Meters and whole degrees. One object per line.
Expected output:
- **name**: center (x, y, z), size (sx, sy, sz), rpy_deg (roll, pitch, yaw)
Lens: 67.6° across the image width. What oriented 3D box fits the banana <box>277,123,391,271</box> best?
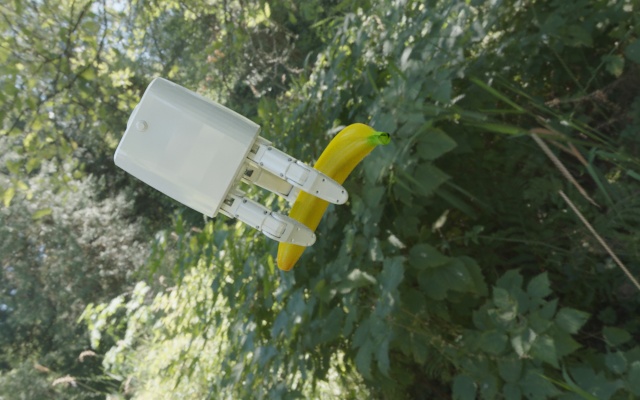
- **banana**: center (0.003, -0.011, 0.503), size (0.037, 0.198, 0.069), rpy_deg (27, 31, -13)
